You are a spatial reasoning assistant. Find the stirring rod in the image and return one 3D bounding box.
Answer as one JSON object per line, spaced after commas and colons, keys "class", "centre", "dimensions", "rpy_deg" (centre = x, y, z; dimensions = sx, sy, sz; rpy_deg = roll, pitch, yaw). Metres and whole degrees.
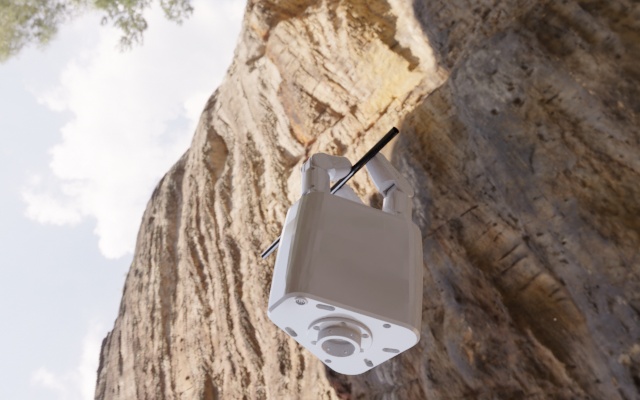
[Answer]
{"class": "stirring rod", "centre": [0.000, 0.002, 0.510], "dimensions": [0.011, 0.011, 0.240], "rpy_deg": [0, -34, -44]}
